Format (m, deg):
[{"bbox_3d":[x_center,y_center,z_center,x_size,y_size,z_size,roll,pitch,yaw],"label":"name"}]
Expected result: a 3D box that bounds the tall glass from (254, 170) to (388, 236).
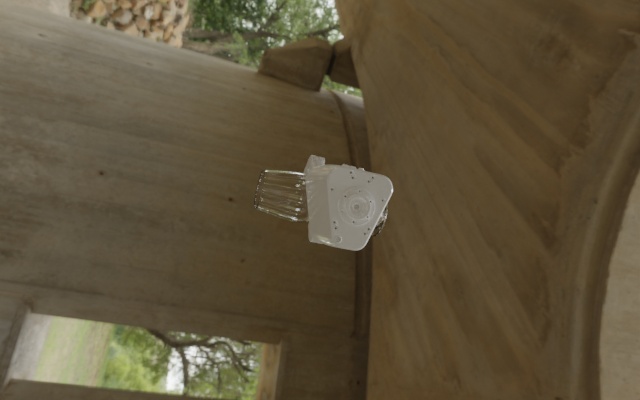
[{"bbox_3d":[0.001,0.003,0.756,0.201,0.079,0.079,12,-3,-15],"label":"tall glass"}]
